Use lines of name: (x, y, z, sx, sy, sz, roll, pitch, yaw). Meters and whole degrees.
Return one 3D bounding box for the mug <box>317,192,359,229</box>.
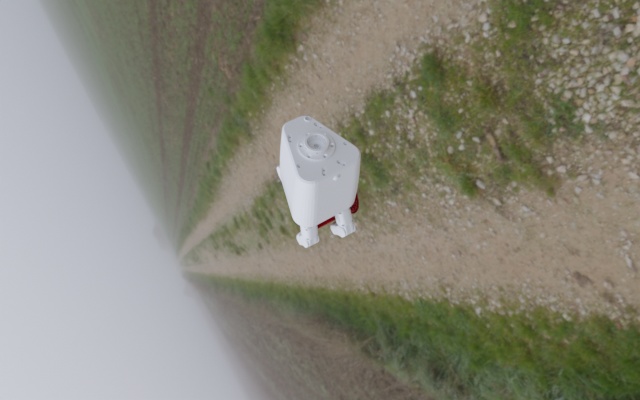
mug: (0.000, 0.003, 0.759, 0.081, 0.093, 0.117, -27, -28, -20)
